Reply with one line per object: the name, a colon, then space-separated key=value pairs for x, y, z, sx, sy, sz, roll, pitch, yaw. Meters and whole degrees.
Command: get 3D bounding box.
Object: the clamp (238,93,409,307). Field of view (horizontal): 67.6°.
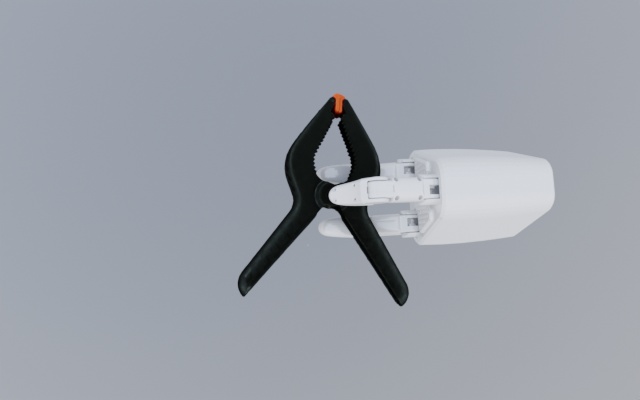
clamp: x=0.000 y=0.001 z=0.465 sx=0.164 sy=0.210 sz=0.036 roll=-2 pitch=-5 yaw=-8
